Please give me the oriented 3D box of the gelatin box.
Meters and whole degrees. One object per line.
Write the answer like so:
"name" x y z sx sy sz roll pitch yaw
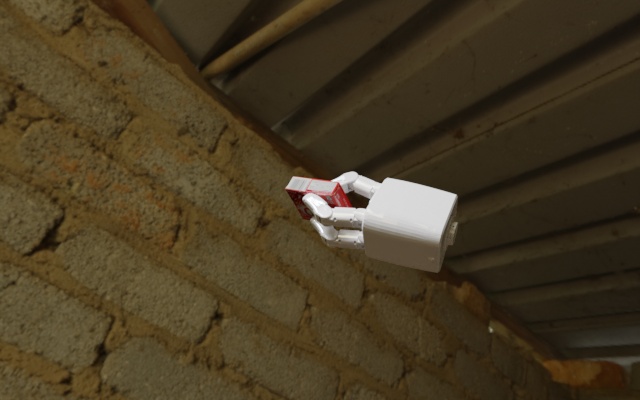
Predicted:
"gelatin box" 0.000 0.002 0.721 0.089 0.030 0.073 9 -36 34
